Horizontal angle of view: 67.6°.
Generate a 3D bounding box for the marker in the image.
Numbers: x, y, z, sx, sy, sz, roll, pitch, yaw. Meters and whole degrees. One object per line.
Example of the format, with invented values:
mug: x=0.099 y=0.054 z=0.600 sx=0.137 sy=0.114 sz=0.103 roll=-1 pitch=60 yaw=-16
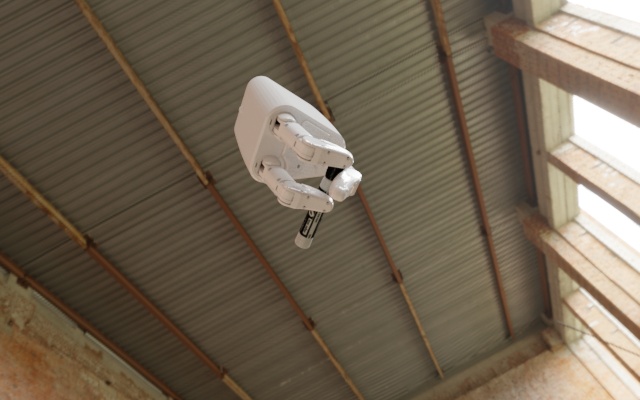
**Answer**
marker: x=0.000 y=0.002 z=0.541 sx=0.020 sy=0.121 sz=0.020 roll=19 pitch=26 yaw=-10
